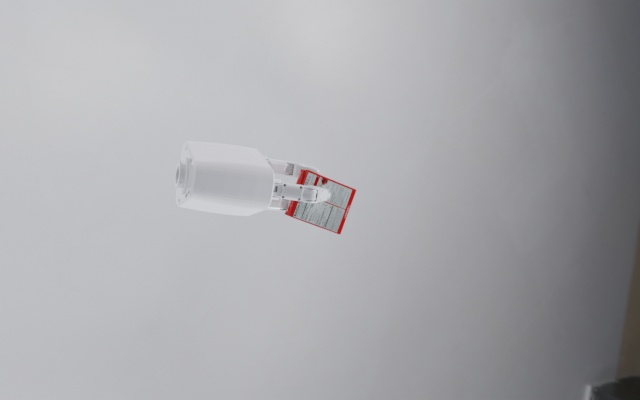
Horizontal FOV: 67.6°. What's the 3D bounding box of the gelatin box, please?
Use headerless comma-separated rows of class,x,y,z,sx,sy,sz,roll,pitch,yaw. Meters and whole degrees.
gelatin box,0.001,0.002,0.710,0.089,0.073,0.030,21,-3,-23
